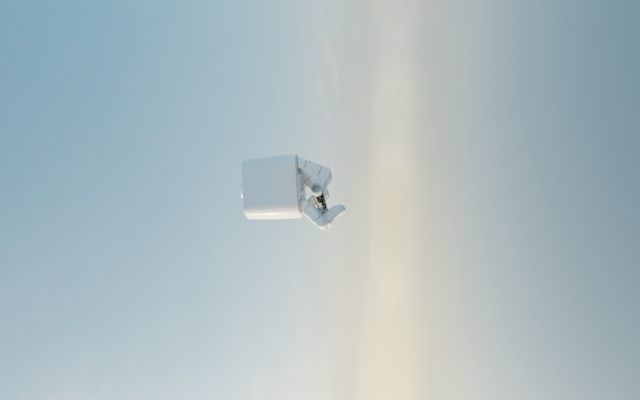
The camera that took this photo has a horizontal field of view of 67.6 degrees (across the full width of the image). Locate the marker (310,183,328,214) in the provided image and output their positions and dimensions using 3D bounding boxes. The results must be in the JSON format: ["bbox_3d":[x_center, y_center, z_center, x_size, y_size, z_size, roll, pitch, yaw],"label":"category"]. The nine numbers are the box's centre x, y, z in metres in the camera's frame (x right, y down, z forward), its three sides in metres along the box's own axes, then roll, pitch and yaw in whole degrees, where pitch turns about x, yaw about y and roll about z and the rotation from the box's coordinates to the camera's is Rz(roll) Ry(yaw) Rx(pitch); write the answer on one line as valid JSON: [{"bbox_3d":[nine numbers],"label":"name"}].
[{"bbox_3d":[0.000,0.003,0.843,0.020,0.020,0.121,0,-23,8],"label":"marker"}]
